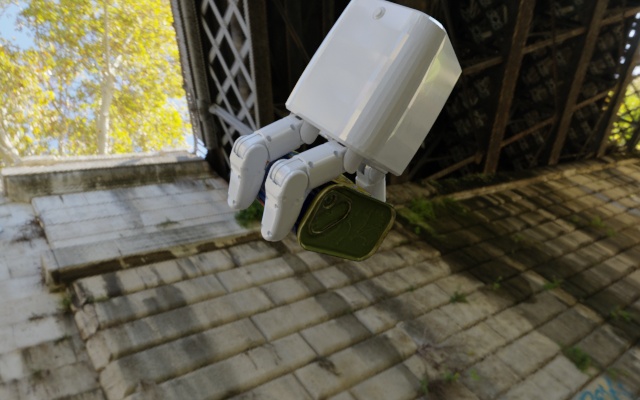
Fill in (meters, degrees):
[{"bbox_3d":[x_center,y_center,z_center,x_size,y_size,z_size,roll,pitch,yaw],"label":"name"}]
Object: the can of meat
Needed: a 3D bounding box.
[{"bbox_3d":[0.000,0.001,0.406,0.102,0.057,0.084,19,15,-48],"label":"can of meat"}]
